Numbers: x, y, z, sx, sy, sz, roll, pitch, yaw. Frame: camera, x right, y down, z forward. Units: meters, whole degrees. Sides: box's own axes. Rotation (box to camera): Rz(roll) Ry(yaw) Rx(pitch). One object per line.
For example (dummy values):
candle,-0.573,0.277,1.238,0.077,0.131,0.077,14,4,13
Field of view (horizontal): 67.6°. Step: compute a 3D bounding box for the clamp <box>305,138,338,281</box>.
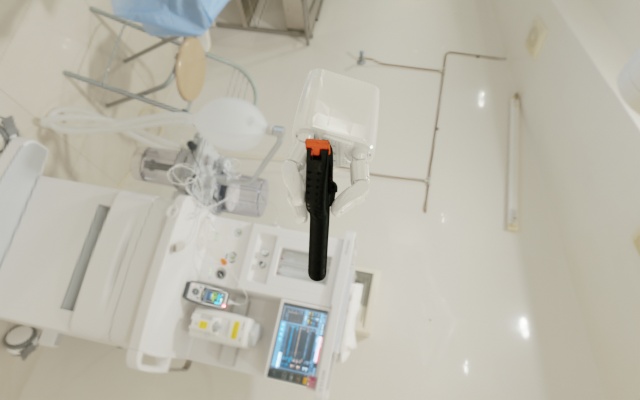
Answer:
clamp,0.001,0.002,0.621,0.036,0.164,0.210,4,-27,6
